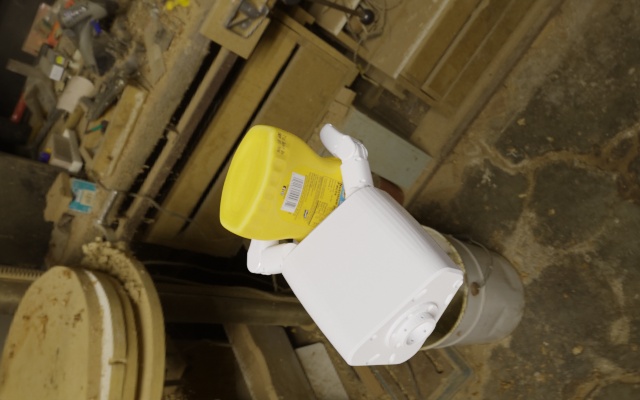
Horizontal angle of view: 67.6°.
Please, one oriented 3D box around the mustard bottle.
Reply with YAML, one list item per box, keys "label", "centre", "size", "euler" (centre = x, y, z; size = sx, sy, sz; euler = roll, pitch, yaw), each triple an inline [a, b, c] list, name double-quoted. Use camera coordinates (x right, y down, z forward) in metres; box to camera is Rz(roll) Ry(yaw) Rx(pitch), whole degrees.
- label: "mustard bottle"
  centre: [0.000, 0.001, 0.464]
  size: [0.058, 0.096, 0.192]
  euler: [16, -1, 44]
